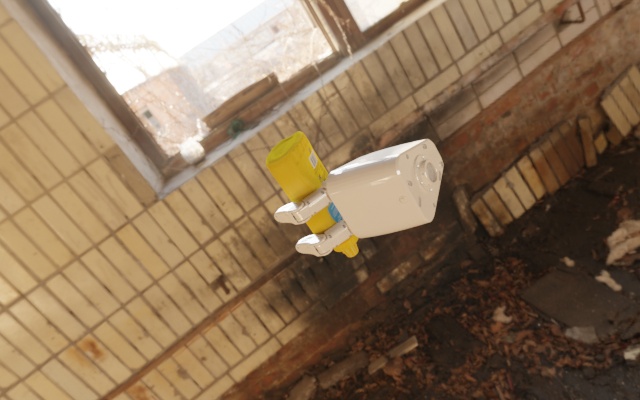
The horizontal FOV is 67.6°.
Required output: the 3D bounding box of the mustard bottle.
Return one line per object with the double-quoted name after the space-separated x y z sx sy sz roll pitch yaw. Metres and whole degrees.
0.000 0.002 0.667 0.058 0.192 0.096 -26 21 19 "mustard bottle"
